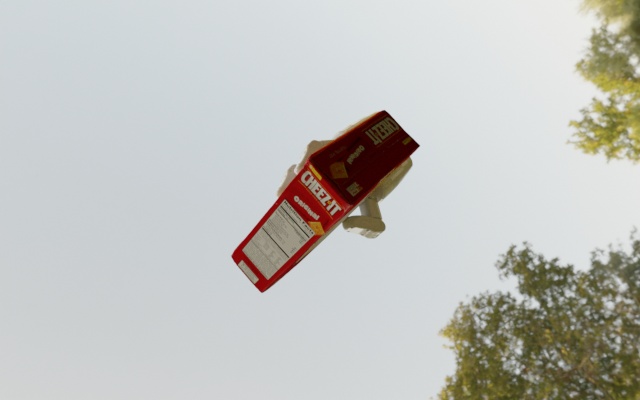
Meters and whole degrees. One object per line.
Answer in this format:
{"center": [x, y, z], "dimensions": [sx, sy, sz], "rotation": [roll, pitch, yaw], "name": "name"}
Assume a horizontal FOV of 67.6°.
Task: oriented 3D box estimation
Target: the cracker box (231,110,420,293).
{"center": [0.000, 0.002, 0.579], "dimensions": [0.164, 0.072, 0.214], "rotation": [-39, -6, -46], "name": "cracker box"}
